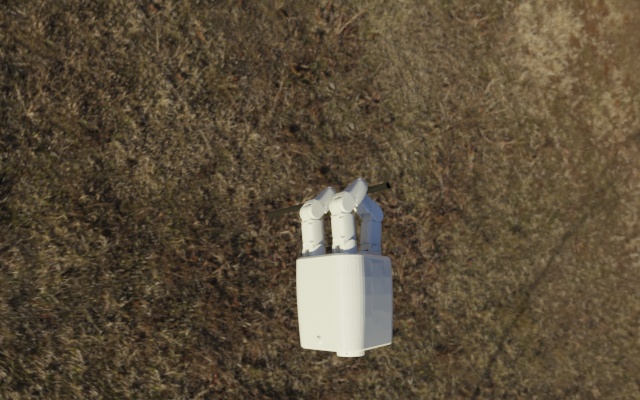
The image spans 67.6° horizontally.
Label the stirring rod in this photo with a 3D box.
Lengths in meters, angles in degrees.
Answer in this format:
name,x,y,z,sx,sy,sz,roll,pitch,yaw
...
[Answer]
name,x,y,z,sx,sy,sz,roll,pitch,yaw
stirring rod,0.000,0.002,0.638,0.011,0.011,0.239,0,-9,-41
